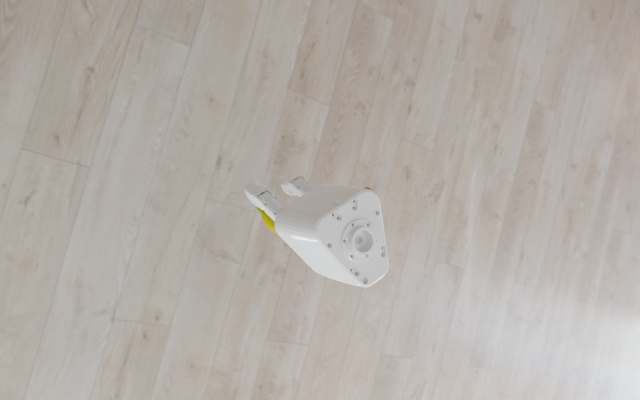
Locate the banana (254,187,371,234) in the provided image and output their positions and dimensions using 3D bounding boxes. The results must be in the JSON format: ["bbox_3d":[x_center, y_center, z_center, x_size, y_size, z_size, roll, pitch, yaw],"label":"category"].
[{"bbox_3d":[-0.002,0.021,0.710,0.198,0.069,0.037,-5,4,-28],"label":"banana"}]
